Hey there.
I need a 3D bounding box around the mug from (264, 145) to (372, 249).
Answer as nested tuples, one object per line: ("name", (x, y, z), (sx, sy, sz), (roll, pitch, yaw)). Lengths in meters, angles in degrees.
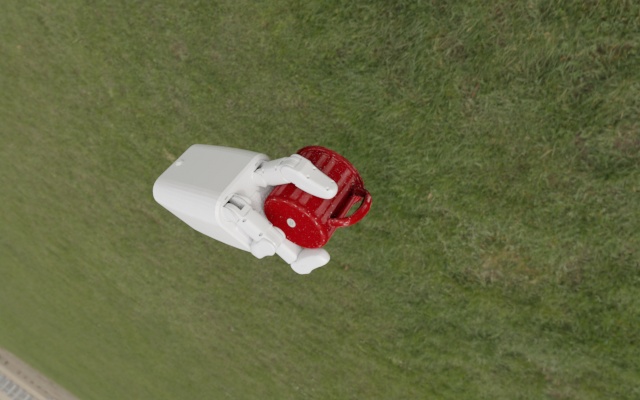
("mug", (0.001, 0.002, 0.528), (0.117, 0.093, 0.081), (13, 52, 32))
